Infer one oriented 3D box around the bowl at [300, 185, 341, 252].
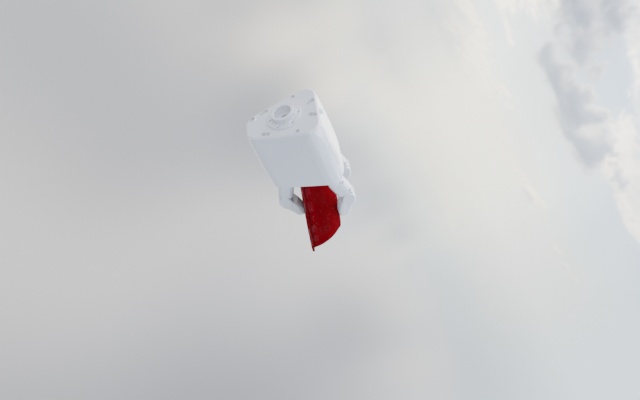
[{"bbox_3d":[0.001,0.003,0.807,0.055,0.162,0.162,-10,0,0],"label":"bowl"}]
